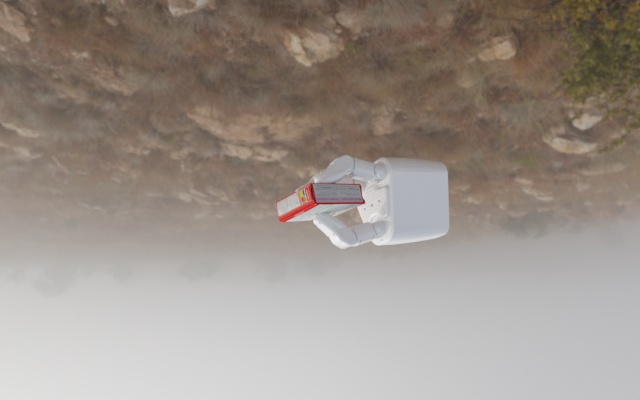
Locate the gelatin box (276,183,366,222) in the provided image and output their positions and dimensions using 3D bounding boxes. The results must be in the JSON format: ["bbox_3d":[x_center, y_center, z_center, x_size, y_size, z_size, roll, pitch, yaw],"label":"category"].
[{"bbox_3d":[0.000,0.002,0.605,0.089,0.030,0.073,-2,-17,-42],"label":"gelatin box"}]
